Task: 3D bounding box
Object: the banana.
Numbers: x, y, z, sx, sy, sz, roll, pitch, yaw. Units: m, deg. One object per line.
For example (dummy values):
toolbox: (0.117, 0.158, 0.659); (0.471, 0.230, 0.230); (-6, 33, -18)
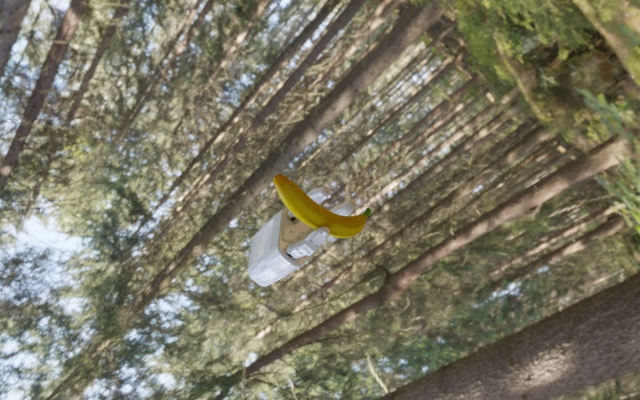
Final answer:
banana: (0.003, 0.019, 0.779); (0.198, 0.069, 0.037); (22, -39, -32)
